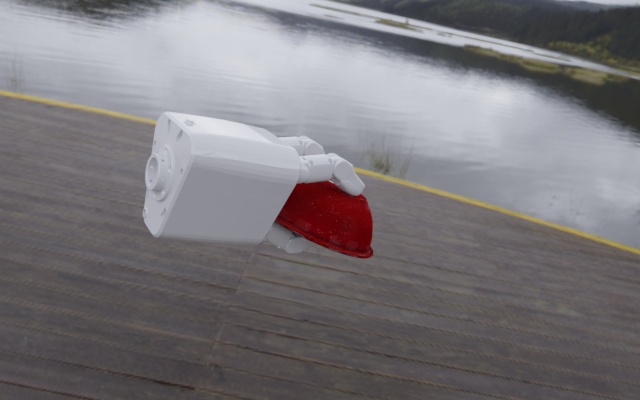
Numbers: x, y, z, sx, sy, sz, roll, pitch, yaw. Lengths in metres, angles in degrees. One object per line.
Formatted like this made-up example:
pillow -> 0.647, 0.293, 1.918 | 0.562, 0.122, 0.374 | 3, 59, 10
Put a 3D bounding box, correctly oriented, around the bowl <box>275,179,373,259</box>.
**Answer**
bowl -> 0.001, 0.002, 0.544 | 0.162, 0.055, 0.162 | 27, 9, -4
